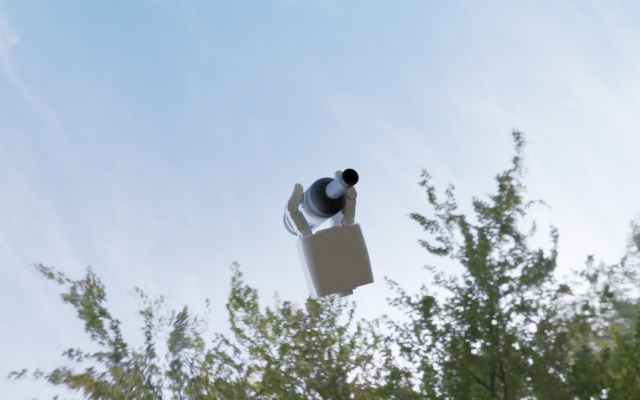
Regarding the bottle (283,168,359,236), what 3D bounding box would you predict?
[{"bbox_3d":[0.000,0.003,0.843,0.069,0.069,0.296,0,-15,-18],"label":"bottle"}]
